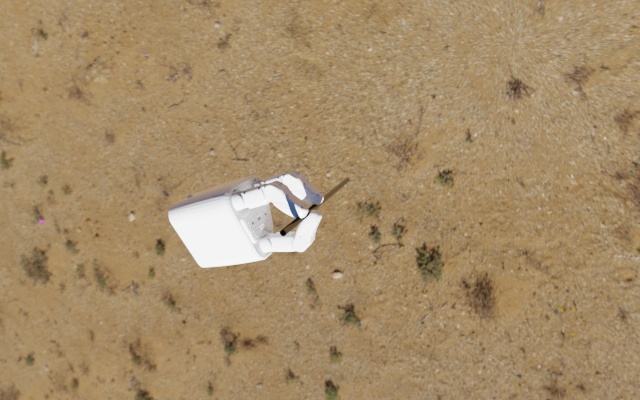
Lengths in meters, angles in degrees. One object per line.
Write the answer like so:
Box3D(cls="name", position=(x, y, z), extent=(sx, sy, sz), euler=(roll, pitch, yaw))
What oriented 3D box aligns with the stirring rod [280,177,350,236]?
Box3D(cls="stirring rod", position=(0.000, 0.002, 0.650), extent=(0.011, 0.011, 0.239), euler=(0, 17, 22))
